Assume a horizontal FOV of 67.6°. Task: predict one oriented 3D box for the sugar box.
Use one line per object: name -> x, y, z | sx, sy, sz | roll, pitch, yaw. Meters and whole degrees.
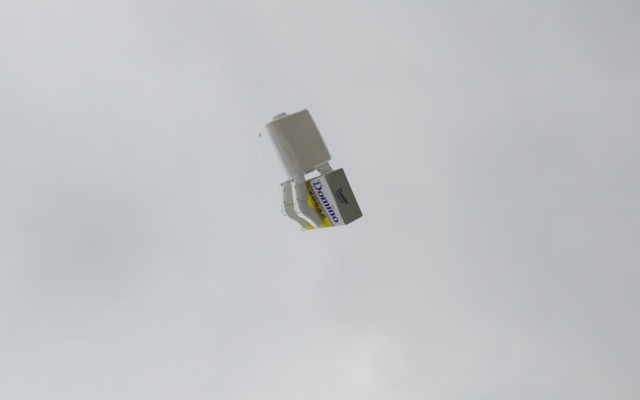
sugar box -> 0.000, 0.003, 0.871 | 0.048, 0.093, 0.176 | -26, 5, -25
